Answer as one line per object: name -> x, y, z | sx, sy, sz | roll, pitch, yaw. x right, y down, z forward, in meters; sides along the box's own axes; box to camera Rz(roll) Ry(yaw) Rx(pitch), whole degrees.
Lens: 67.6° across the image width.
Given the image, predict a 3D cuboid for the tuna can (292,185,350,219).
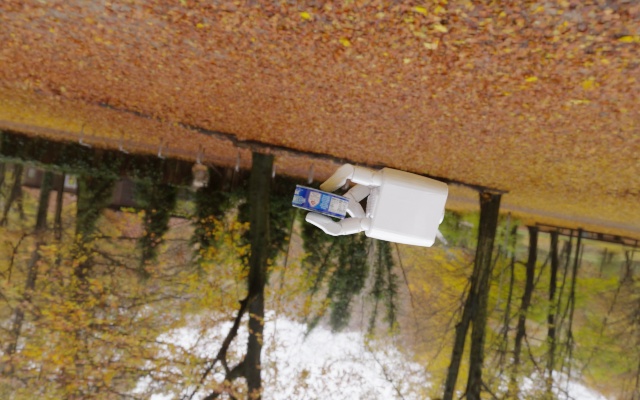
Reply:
tuna can -> 0.000, 0.003, 0.740 | 0.086, 0.034, 0.086 | 15, -2, 0
